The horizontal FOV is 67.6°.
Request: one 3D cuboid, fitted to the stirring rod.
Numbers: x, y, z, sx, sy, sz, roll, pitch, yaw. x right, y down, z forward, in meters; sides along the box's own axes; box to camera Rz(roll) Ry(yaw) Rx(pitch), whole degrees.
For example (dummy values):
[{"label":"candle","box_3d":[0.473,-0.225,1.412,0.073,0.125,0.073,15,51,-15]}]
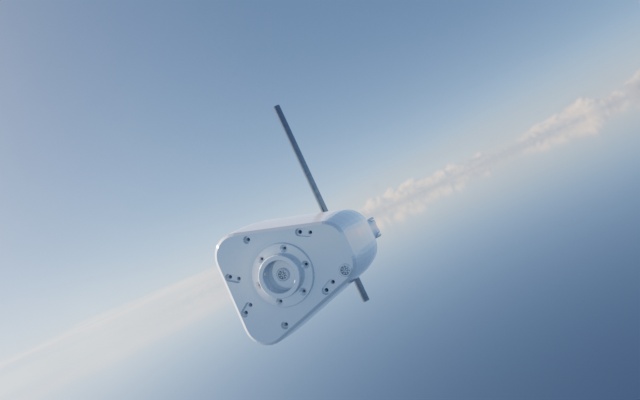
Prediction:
[{"label":"stirring rod","box_3d":[0.000,0.002,0.534,0.011,0.239,0.011,-25,-4,-2]}]
